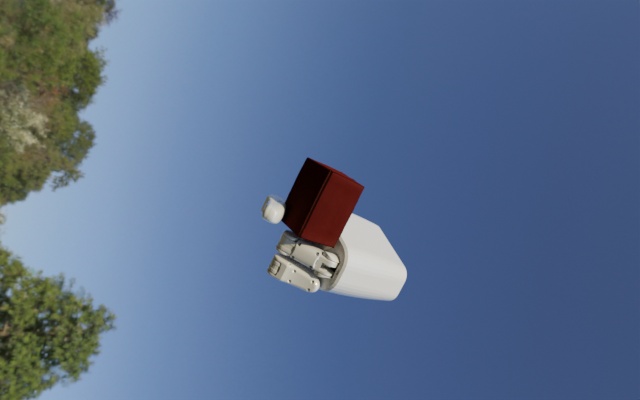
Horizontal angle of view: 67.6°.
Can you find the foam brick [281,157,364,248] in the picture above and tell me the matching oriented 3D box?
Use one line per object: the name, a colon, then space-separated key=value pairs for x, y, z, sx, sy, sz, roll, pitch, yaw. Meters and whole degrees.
foam brick: x=0.000 y=0.001 z=0.517 sx=0.051 sy=0.078 sz=0.053 roll=20 pitch=11 yaw=-36
